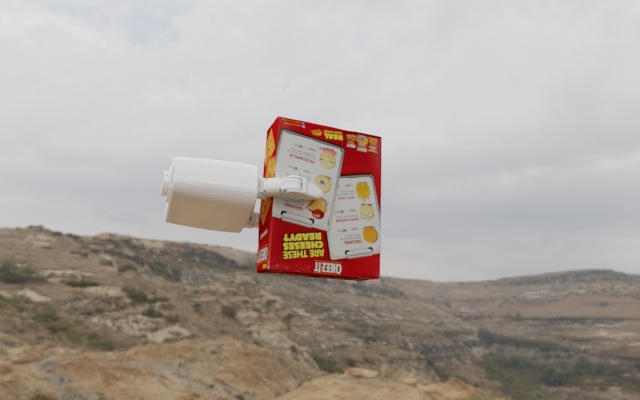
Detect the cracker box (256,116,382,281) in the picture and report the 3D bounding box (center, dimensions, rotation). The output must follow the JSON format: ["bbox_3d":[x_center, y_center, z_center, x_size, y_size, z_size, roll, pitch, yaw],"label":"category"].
[{"bbox_3d":[0.000,0.002,0.684,0.164,0.213,0.072,8,-15,-20],"label":"cracker box"}]
